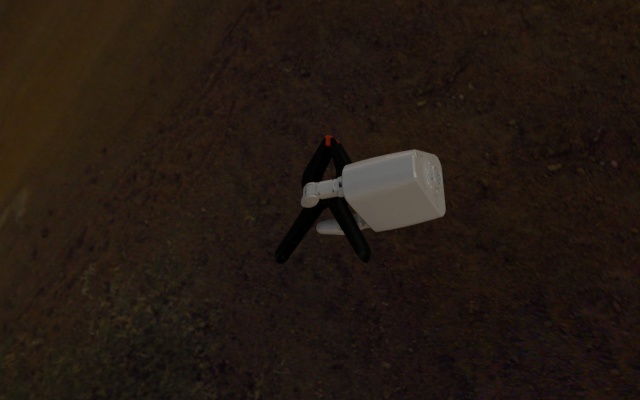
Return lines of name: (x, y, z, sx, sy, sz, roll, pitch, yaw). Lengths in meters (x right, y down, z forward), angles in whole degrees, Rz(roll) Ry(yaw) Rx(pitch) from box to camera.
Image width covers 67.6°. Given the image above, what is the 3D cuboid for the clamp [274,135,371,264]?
clamp: (0.000, 0.002, 0.735, 0.164, 0.210, 0.036, -12, -24, 29)
